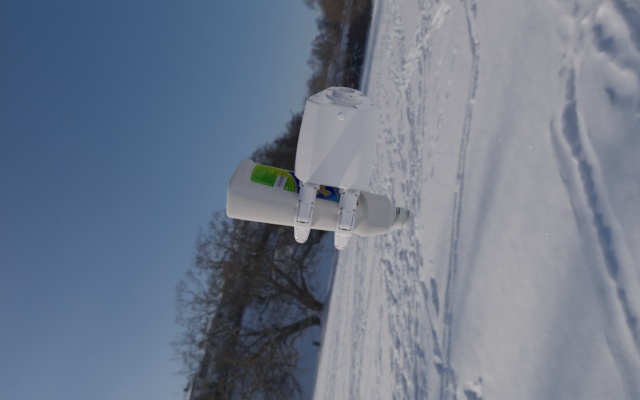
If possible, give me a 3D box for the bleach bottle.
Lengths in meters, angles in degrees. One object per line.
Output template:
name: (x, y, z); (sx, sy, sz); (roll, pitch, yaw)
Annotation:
bleach bottle: (0.000, 0.002, 0.682); (0.251, 0.068, 0.102); (9, 26, 0)
